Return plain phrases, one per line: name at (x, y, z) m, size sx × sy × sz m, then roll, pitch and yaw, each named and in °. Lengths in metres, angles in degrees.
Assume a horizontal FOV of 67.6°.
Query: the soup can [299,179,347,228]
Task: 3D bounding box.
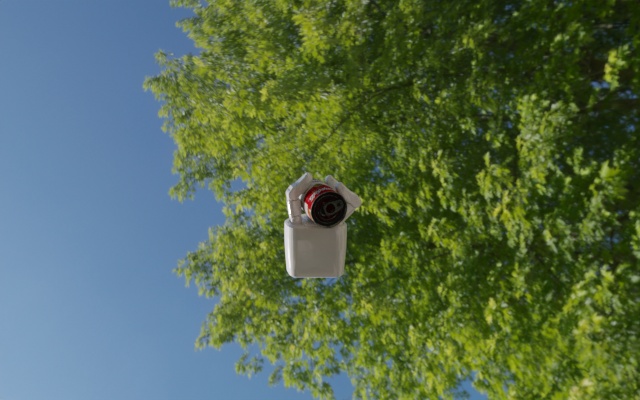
soup can at (0.000, 0.002, 0.884) m, size 0.068 × 0.068 × 0.102 m, roll 0°, pitch 16°, yaw -19°
